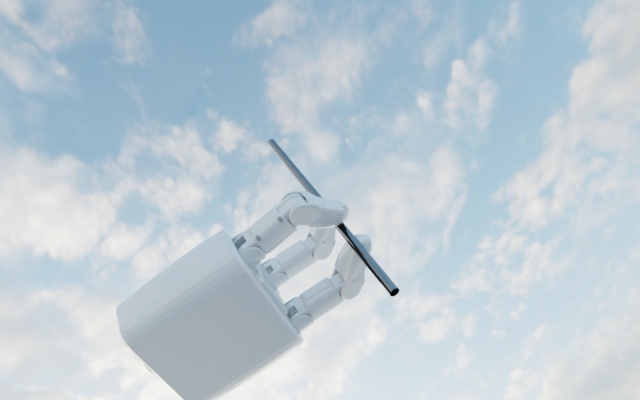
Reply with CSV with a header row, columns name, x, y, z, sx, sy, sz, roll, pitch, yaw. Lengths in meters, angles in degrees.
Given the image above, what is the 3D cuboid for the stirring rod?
name,x,y,z,sx,sy,sz,roll,pitch,yaw
stirring rod,0.000,0.001,0.426,0.011,0.011,0.239,0,32,-31
